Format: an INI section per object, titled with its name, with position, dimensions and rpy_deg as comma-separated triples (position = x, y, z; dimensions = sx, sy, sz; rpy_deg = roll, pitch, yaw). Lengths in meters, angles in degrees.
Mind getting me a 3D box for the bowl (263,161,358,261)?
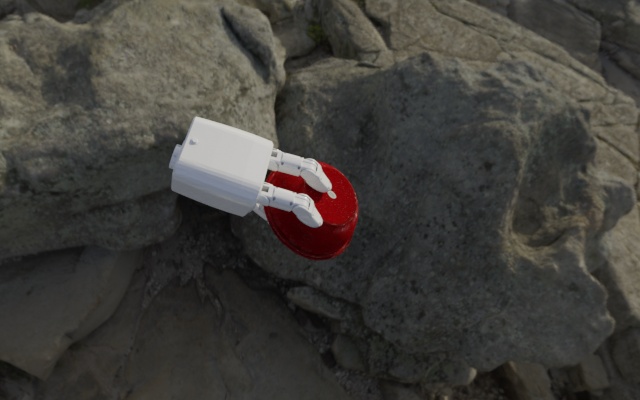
[bowl]
position = 0.001, 0.002, 0.693
dimensions = 0.162, 0.162, 0.055
rpy_deg = 0, -22, -37
